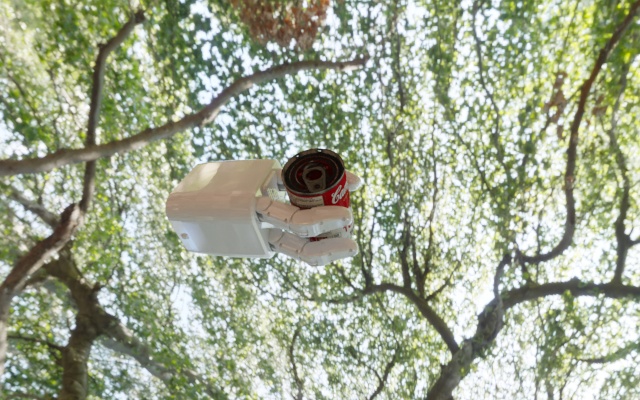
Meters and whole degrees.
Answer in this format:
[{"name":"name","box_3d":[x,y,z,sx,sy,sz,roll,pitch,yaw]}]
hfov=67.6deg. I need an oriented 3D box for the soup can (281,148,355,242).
[{"name":"soup can","box_3d":[0.001,0.002,0.535,0.068,0.068,0.102,0,-42,13]}]
